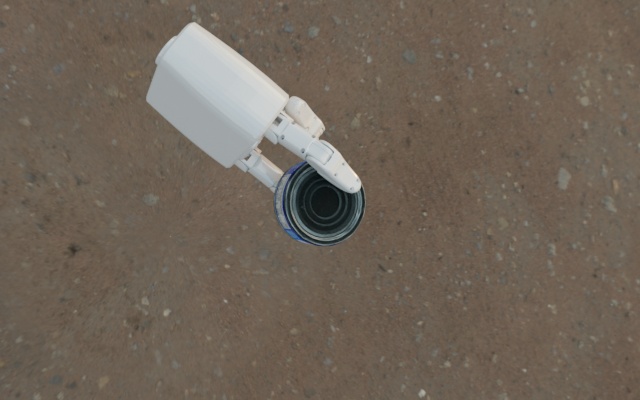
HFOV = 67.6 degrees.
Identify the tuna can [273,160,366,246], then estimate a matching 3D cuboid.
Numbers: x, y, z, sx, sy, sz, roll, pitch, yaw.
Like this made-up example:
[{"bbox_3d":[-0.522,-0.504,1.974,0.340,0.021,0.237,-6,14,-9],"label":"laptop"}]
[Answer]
[{"bbox_3d":[0.000,0.002,0.463,0.086,0.086,0.034,0,-1,-22],"label":"tuna can"}]
